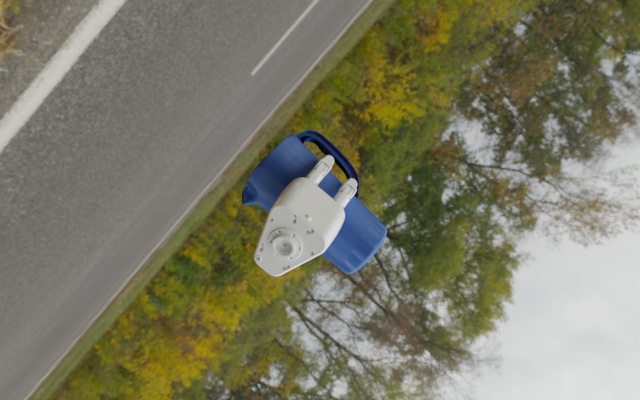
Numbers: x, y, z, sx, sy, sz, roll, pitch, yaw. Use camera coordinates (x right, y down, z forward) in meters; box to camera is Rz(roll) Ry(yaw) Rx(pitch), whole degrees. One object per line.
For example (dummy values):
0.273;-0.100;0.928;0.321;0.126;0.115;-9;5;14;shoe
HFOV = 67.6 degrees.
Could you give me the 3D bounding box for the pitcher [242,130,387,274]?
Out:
0.000;0.003;0.825;0.243;0.149;0.145;42;23;-3;pitcher
